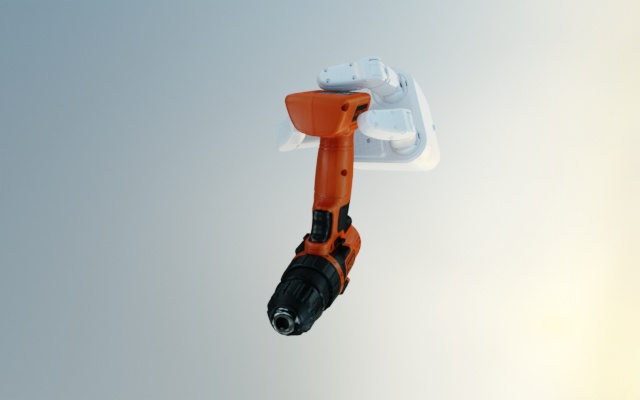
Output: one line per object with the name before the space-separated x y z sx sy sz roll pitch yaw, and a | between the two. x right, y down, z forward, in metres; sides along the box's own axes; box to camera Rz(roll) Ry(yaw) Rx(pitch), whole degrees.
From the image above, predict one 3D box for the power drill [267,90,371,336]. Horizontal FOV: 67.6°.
power drill | 0.000 0.001 0.417 0.057 0.188 0.184 8 18 13
